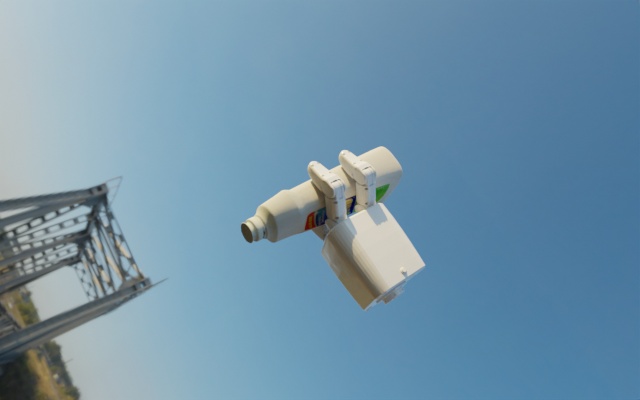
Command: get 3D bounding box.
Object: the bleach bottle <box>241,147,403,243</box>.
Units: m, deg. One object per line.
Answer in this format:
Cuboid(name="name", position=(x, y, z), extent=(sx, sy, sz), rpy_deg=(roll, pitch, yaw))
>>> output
Cuboid(name="bleach bottle", position=(0.000, 0.002, 0.672), extent=(0.251, 0.068, 0.103), rpy_deg=(-24, -20, -33))
